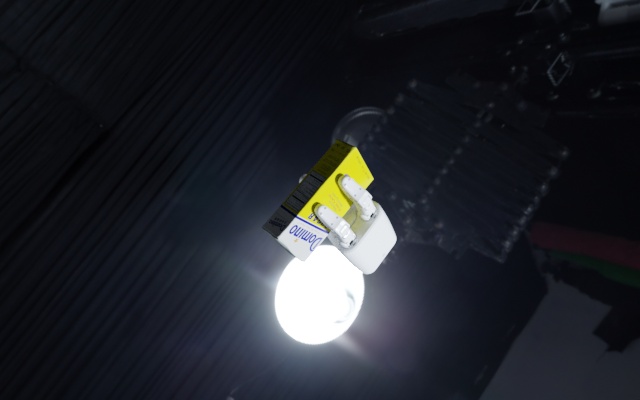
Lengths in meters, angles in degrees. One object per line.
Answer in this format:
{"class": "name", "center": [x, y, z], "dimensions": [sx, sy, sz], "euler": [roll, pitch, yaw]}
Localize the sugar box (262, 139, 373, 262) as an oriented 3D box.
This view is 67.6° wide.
{"class": "sugar box", "center": [0.001, 0.003, 0.721], "dimensions": [0.048, 0.176, 0.093], "euler": [30, -13, 36]}
